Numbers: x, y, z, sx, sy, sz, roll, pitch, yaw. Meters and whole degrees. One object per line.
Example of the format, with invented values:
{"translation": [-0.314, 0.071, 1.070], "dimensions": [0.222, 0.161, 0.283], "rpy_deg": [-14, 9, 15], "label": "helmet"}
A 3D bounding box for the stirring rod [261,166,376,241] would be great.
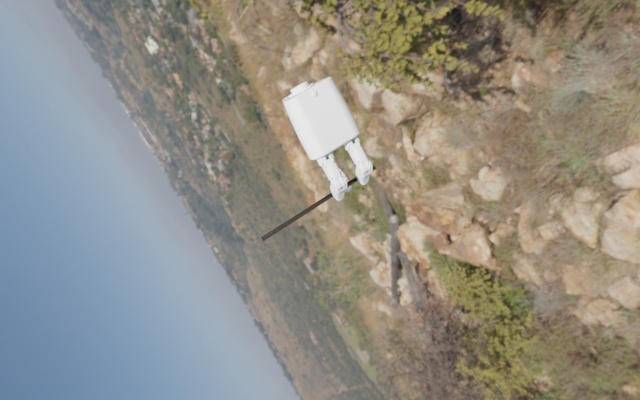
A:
{"translation": [0.000, 0.003, 0.834], "dimensions": [0.239, 0.011, 0.011], "rpy_deg": [-33, 9, -15], "label": "stirring rod"}
